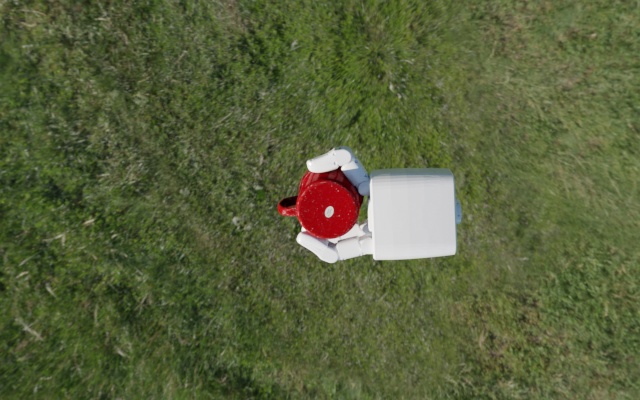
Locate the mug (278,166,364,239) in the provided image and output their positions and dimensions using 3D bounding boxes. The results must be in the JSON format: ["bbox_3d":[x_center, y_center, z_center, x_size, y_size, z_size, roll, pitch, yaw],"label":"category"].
[{"bbox_3d":[-0.001,0.002,0.640,0.117,0.093,0.081,-5,17,7],"label":"mug"}]
